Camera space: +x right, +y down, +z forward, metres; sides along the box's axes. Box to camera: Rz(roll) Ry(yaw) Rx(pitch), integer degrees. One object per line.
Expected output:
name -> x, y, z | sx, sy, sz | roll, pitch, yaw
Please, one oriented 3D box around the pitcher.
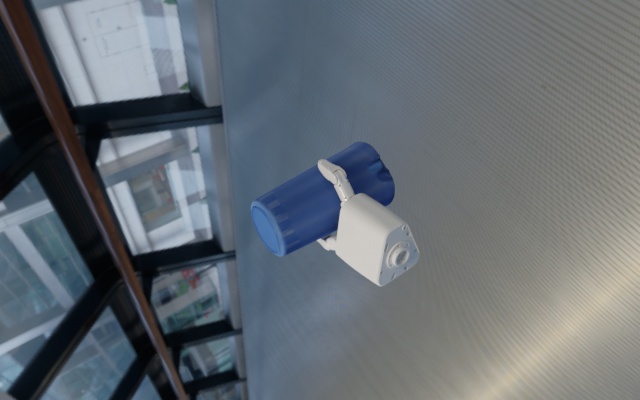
pitcher -> 0.000, 0.003, 0.862 | 0.243, 0.149, 0.145 | -28, 41, -24
